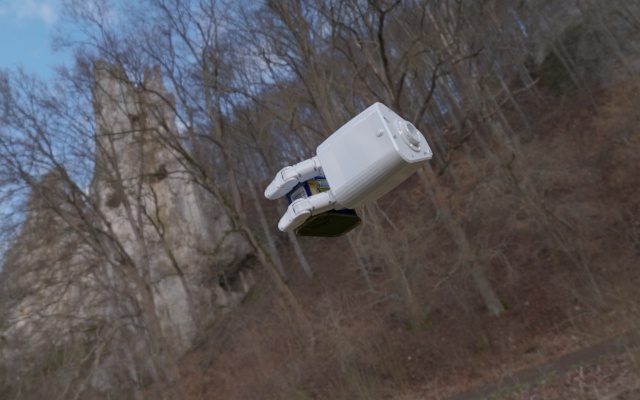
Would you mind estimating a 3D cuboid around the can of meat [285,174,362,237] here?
[{"bbox_3d":[0.000,0.002,0.685,0.102,0.084,0.057,7,-36,-46],"label":"can of meat"}]
